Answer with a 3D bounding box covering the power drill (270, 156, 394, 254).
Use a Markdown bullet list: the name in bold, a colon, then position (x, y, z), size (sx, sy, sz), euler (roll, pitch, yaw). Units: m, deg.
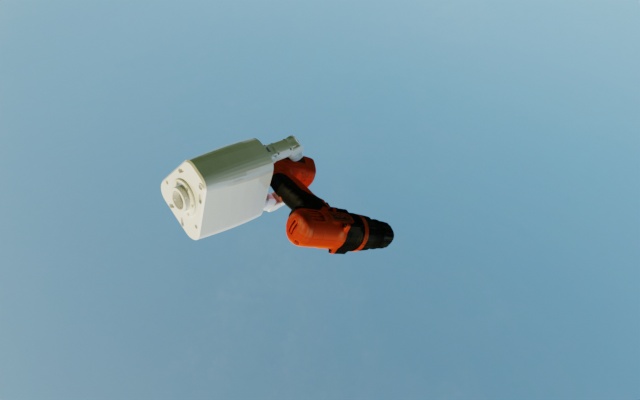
- **power drill**: position (0.000, 0.002, 0.683), size (0.184, 0.057, 0.187), euler (10, 27, -43)
